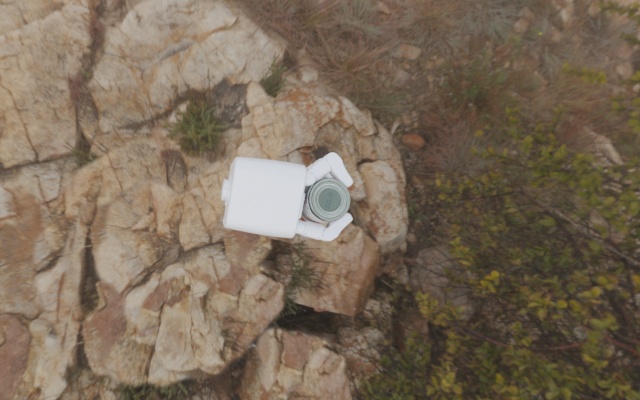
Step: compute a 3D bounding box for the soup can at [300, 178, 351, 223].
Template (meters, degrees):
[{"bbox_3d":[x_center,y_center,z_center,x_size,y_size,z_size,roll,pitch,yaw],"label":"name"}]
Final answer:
[{"bbox_3d":[0.001,0.003,0.757,0.068,0.068,0.102,0,-5,-16],"label":"soup can"}]
